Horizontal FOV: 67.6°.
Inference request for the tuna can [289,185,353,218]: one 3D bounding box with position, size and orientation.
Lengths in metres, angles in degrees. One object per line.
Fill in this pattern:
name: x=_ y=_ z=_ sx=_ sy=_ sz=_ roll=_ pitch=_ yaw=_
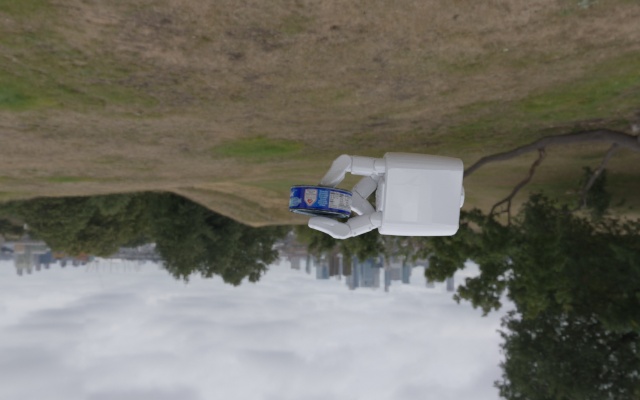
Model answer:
tuna can: x=0.000 y=0.003 z=0.653 sx=0.086 sy=0.033 sz=0.086 roll=6 pitch=-7 yaw=1
